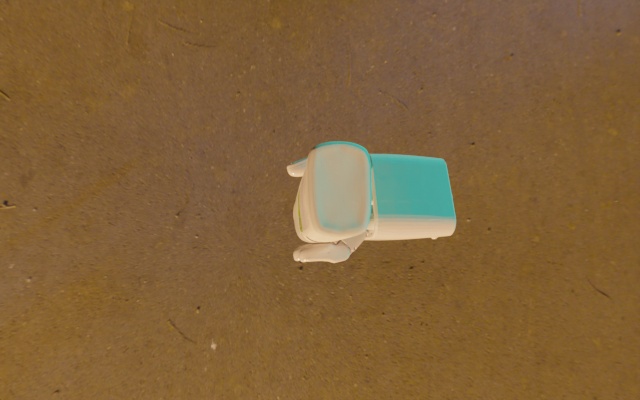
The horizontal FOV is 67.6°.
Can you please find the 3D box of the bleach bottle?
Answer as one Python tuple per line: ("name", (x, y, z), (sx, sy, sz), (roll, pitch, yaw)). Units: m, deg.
("bleach bottle", (0.000, 0.002, 0.603), (0.068, 0.102, 0.251), (0, -6, -10))
